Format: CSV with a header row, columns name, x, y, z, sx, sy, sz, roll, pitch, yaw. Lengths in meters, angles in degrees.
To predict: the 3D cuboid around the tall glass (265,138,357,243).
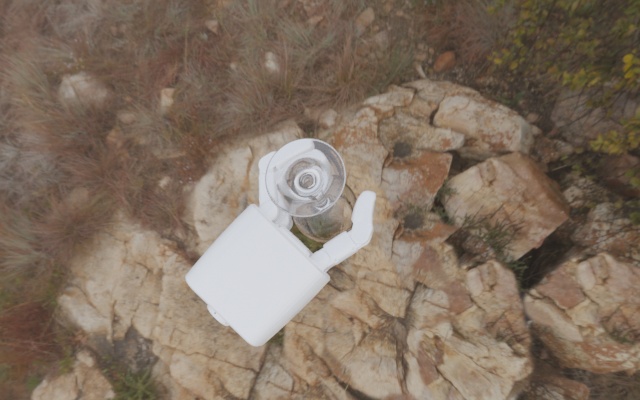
name,x,y,z,sx,sy,sz,roll,pitch,yaw
tall glass,0.000,0.002,0.526,0.079,0.079,0.201,0,-13,9
